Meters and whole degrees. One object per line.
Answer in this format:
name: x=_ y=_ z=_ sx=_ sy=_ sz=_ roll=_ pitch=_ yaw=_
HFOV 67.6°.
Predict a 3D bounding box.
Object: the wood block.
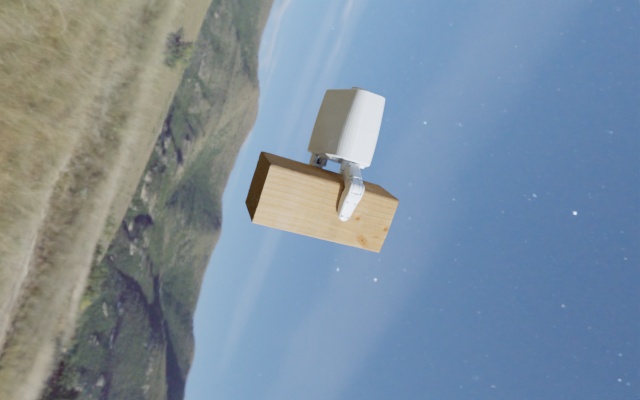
wood block: x=0.000 y=0.002 z=0.729 sx=0.206 sy=0.090 sz=0.090 roll=15 pitch=14 yaw=-19
